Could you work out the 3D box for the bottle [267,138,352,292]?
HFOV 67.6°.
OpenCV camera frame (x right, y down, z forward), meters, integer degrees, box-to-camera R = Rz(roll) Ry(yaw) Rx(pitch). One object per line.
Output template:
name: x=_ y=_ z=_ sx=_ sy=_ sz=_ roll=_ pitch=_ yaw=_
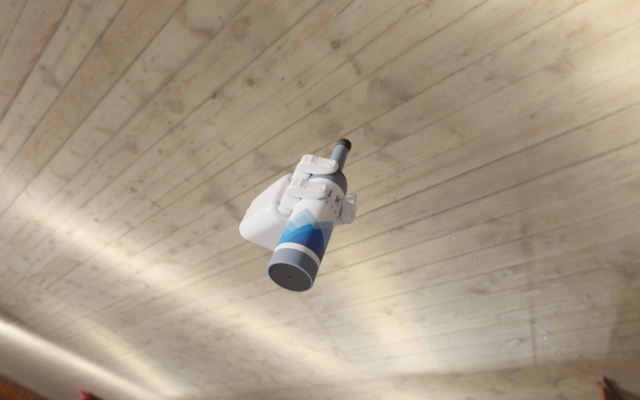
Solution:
bottle: x=0.000 y=0.003 z=0.740 sx=0.069 sy=0.069 sz=0.295 roll=0 pitch=44 yaw=23
